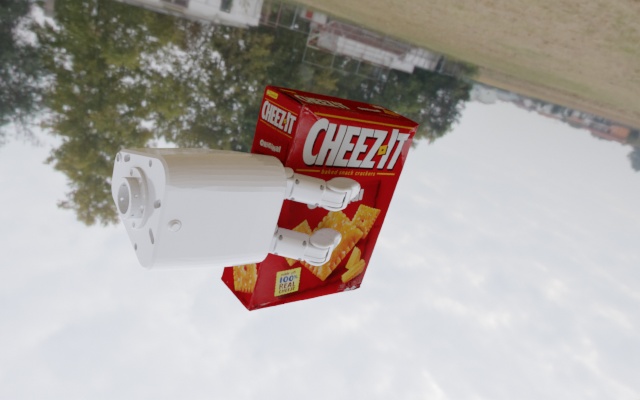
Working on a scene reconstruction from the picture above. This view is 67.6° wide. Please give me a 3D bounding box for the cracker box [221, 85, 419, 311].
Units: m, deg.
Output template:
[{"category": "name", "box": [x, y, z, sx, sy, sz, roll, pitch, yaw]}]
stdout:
[{"category": "cracker box", "box": [0.000, 0.002, 0.508, 0.164, 0.214, 0.072, -1, 26, -42]}]
